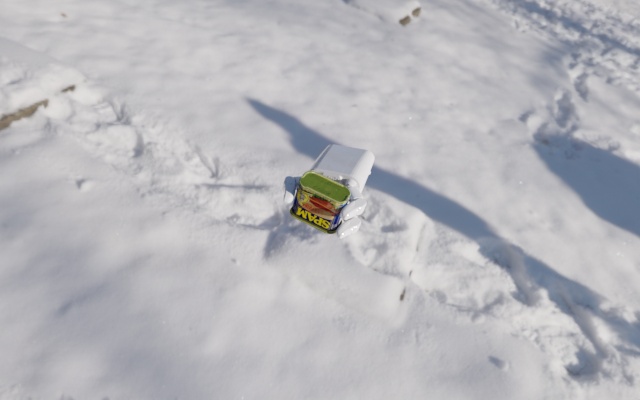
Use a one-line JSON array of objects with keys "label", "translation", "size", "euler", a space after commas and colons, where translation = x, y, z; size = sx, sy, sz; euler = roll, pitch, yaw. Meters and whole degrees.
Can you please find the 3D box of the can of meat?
[{"label": "can of meat", "translation": [0.000, 0.003, 0.898], "size": [0.102, 0.084, 0.057], "euler": [26, 43, 9]}]
